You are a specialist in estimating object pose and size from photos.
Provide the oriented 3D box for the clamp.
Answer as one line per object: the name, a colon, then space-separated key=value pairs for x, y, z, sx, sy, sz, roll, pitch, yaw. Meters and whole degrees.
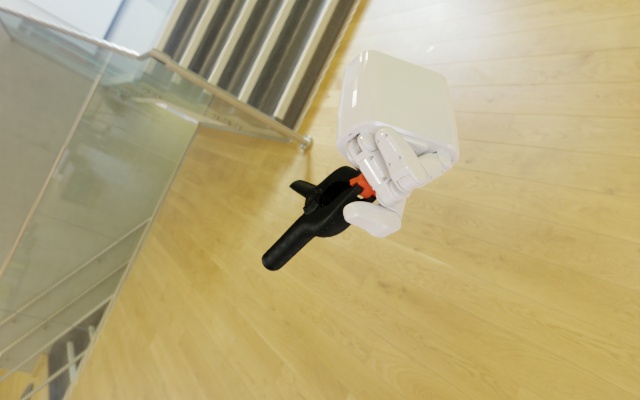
clamp: x=0.000 y=0.001 z=0.517 sx=0.039 sy=0.120 sz=0.171 roll=30 pitch=-40 yaw=-29
